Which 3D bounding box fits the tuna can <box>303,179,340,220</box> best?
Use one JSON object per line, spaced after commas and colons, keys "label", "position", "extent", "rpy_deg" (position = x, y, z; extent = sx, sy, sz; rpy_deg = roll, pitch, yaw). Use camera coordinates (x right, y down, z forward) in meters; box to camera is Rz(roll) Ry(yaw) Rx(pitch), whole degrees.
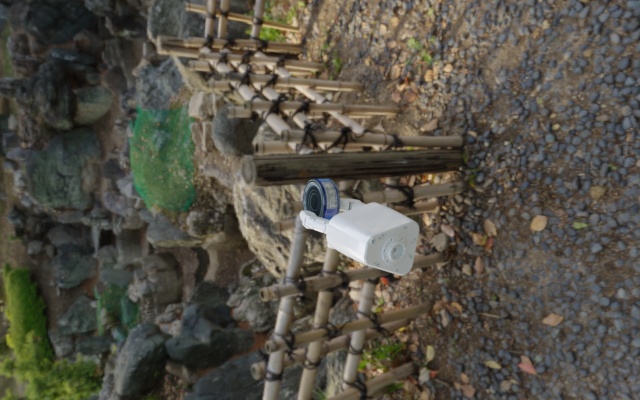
{"label": "tuna can", "position": [0.000, 0.003, 0.873], "extent": [0.034, 0.086, 0.086], "rpy_deg": [-2, 1, -29]}
